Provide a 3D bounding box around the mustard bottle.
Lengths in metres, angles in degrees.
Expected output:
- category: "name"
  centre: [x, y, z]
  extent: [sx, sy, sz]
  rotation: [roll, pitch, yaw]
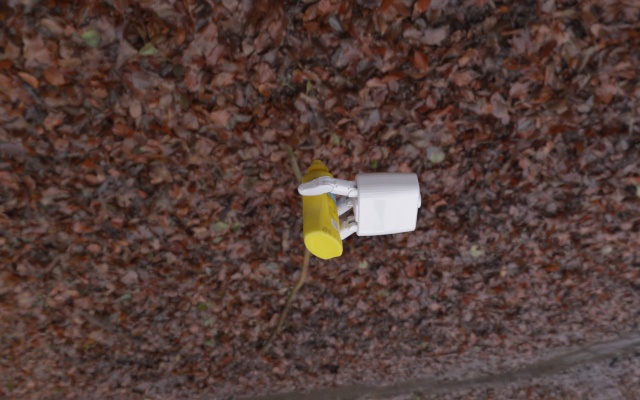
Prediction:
- category: "mustard bottle"
  centre: [0.000, 0.003, 0.869]
  extent: [0.058, 0.191, 0.096]
  rotation: [-18, -38, 18]
